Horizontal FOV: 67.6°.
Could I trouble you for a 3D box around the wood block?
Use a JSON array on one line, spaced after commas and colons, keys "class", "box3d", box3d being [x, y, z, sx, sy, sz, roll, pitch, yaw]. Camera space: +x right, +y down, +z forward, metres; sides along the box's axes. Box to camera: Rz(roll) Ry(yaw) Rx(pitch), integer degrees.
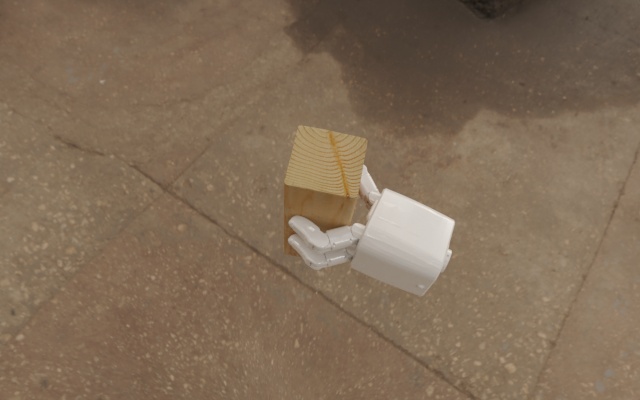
[{"class": "wood block", "box3d": [0.001, 0.002, 0.658, 0.090, 0.090, 0.206, 11, -30, 2]}]
